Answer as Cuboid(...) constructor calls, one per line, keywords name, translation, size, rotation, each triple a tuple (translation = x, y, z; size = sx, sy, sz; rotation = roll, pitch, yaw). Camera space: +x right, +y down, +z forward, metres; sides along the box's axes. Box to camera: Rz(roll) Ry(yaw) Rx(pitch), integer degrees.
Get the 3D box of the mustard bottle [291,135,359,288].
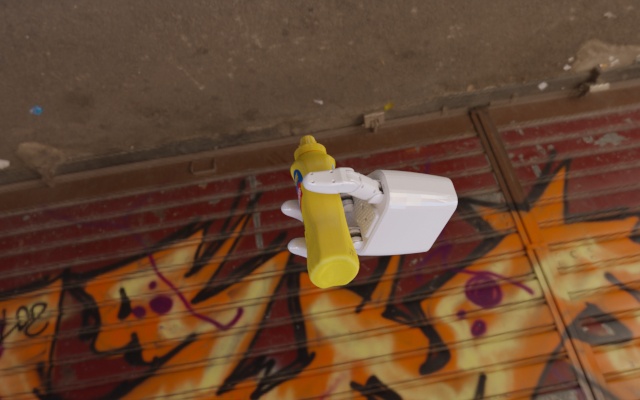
Cuboid(name="mustard bottle", translation=(0.000, 0.002, 0.581), size=(0.058, 0.191, 0.096), rotation=(-10, -28, -2))
